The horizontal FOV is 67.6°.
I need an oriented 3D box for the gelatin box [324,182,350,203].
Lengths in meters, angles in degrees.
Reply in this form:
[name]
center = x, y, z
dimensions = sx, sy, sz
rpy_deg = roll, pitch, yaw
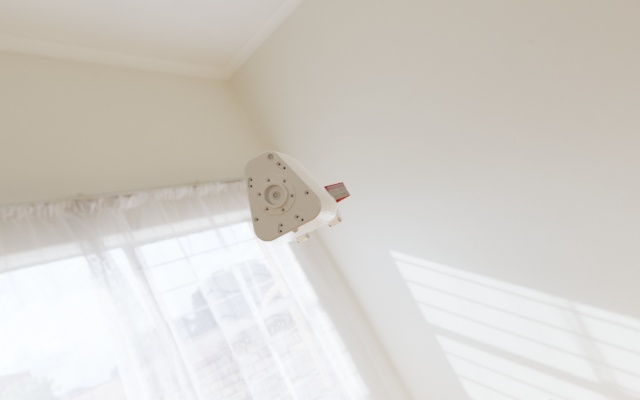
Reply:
[gelatin box]
center = 0.000, 0.002, 0.771
dimensions = 0.073, 0.030, 0.089
rpy_deg = -30, -4, 21
